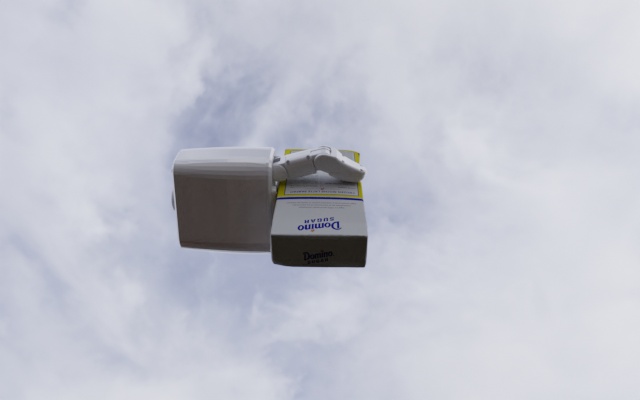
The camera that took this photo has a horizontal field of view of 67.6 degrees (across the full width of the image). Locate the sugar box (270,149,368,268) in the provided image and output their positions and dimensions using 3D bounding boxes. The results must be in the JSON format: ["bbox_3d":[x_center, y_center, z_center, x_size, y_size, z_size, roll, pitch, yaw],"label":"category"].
[{"bbox_3d":[0.000,0.002,0.521,0.093,0.048,0.176,1,35,1],"label":"sugar box"}]
